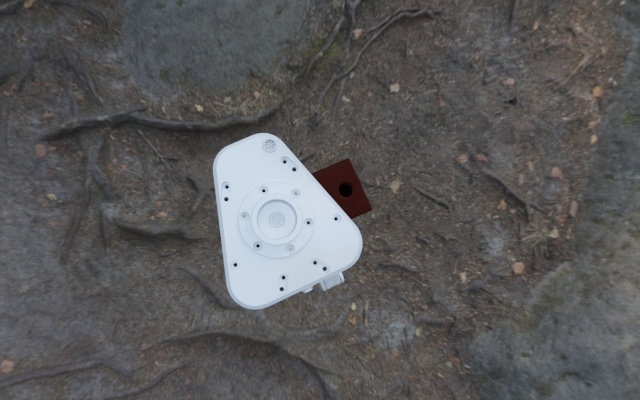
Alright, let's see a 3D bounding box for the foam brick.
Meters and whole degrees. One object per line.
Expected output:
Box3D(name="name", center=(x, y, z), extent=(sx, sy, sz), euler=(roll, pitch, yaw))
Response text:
Box3D(name="foam brick", center=(0.000, 0.001, 0.445), extent=(0.078, 0.053, 0.051), euler=(-24, -2, -8))
